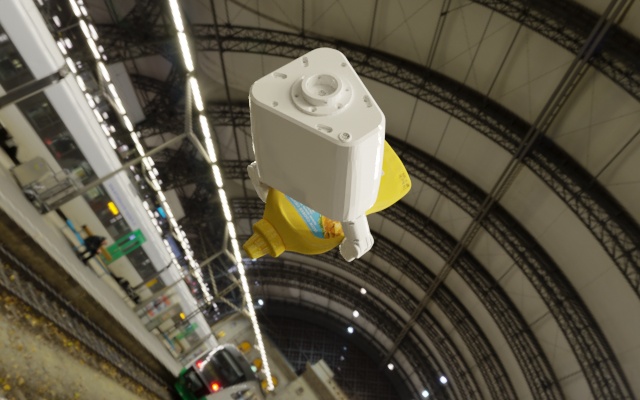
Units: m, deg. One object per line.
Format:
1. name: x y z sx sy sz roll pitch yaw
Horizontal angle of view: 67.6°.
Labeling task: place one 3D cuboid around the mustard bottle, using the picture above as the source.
1. mustard bottle: 0.000 0.002 0.514 0.191 0.096 0.058 -35 -3 -20
